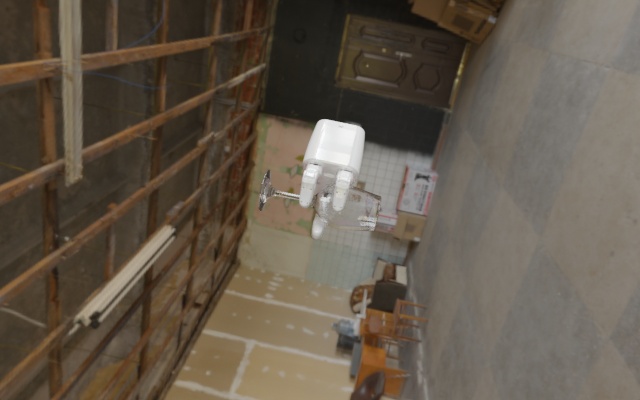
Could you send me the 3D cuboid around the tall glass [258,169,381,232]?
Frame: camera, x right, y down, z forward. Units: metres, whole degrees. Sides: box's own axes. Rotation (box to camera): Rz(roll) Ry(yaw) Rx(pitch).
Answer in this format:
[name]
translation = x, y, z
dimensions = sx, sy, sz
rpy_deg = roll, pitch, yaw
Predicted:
[tall glass]
translation = -0.001, 0.003, 0.820
dimensions = 0.201, 0.079, 0.079
rpy_deg = 12, 1, 3
